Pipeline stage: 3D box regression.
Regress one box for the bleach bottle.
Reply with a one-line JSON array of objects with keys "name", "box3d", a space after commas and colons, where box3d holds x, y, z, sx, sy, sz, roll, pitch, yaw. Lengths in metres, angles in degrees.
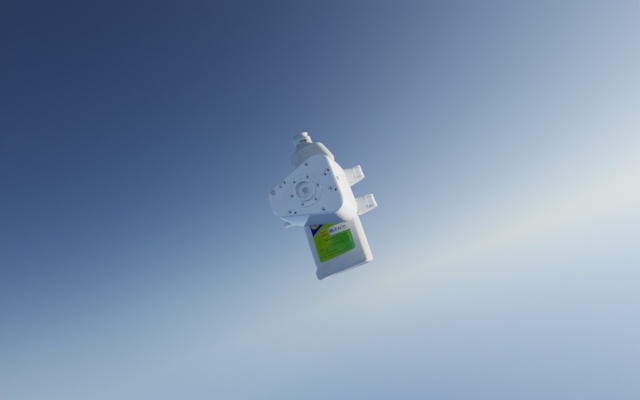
[{"name": "bleach bottle", "box3d": [0.000, 0.003, 0.826, 0.102, 0.250, 0.068, -24, -12, 10]}]
